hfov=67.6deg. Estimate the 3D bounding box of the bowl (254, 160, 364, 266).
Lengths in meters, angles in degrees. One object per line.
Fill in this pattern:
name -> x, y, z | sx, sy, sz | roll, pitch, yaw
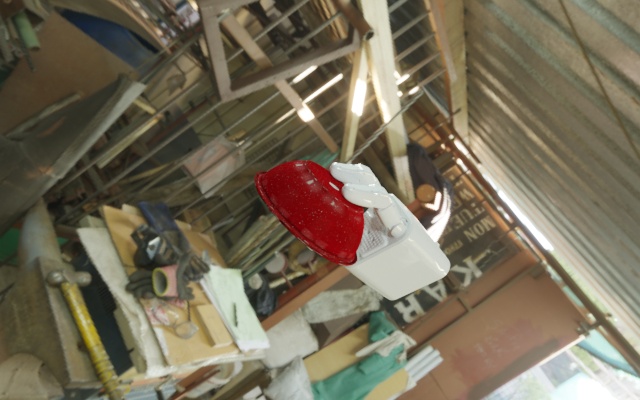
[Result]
bowl -> 0.000, 0.001, 0.574 | 0.162, 0.055, 0.162 | 38, 15, -12
